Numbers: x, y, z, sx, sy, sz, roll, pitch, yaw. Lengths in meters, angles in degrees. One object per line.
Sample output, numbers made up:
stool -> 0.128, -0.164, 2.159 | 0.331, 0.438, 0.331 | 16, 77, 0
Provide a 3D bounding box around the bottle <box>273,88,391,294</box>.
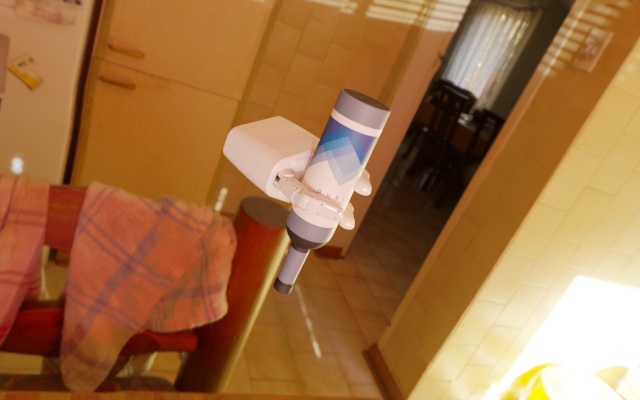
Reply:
bottle -> 0.000, 0.002, 0.635 | 0.069, 0.296, 0.069 | 21, 22, -9
